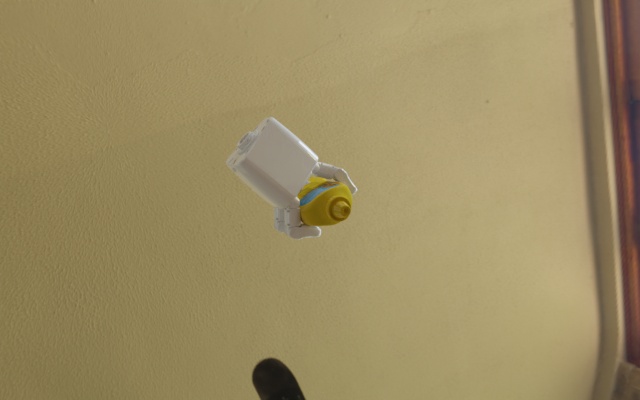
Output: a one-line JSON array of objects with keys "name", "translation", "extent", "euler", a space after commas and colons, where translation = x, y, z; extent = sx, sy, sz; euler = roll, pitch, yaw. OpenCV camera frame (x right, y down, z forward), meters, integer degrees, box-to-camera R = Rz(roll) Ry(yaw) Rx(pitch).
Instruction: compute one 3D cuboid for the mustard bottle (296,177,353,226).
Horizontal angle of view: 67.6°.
[{"name": "mustard bottle", "translation": [0.000, 0.003, 0.812], "extent": [0.096, 0.058, 0.191], "euler": [-29, 18, -18]}]
